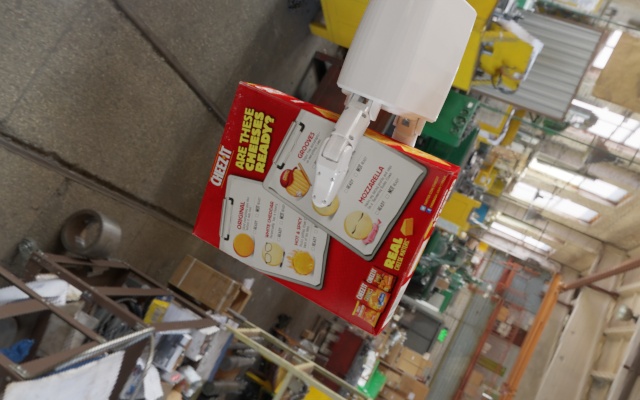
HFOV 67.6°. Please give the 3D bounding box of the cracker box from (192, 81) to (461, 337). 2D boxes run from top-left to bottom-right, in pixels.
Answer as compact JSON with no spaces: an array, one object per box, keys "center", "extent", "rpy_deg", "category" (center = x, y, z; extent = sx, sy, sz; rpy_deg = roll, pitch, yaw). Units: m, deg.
[{"center":[0.000,0.002,0.461],"extent":[0.213,0.164,0.072],"rpy_deg":[26,16,17],"category":"cracker box"}]
